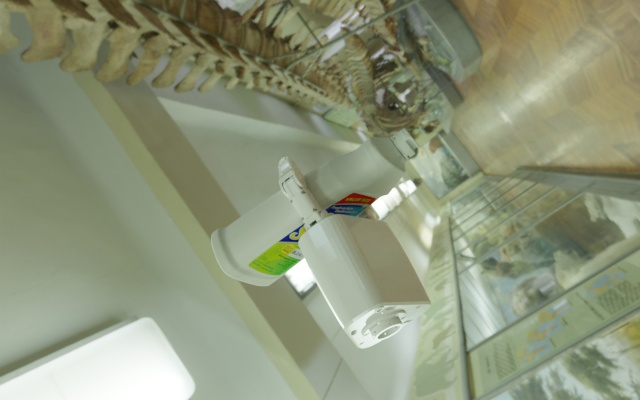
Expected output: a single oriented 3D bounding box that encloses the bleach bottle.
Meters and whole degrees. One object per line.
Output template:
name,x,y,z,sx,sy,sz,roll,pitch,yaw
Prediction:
bleach bottle,0.000,0.002,0.548,0.251,0.068,0.103,-37,-34,14
